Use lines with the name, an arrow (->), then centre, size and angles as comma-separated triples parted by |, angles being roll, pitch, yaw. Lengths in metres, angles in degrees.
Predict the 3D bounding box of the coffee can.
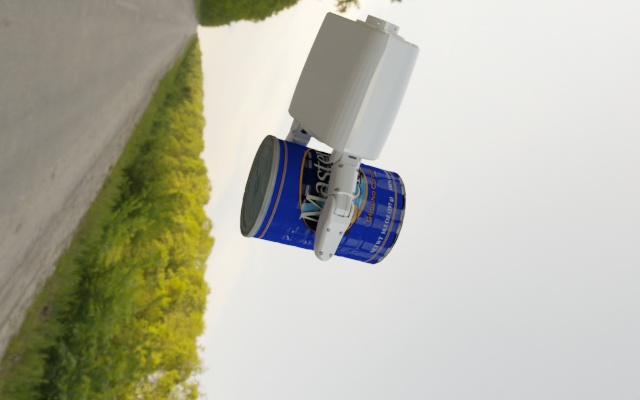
coffee can -> 0.000, 0.002, 0.486 | 0.140, 0.103, 0.103 | 15, -5, -19
